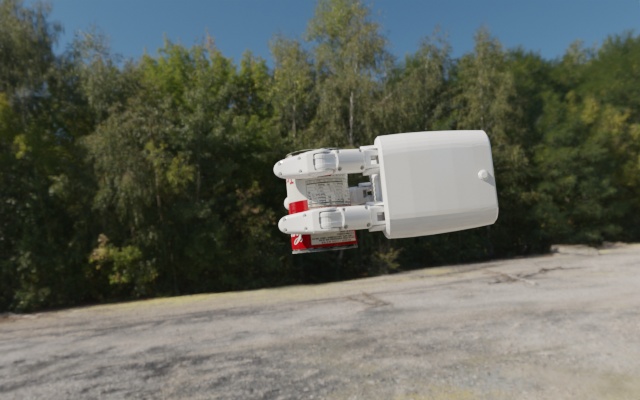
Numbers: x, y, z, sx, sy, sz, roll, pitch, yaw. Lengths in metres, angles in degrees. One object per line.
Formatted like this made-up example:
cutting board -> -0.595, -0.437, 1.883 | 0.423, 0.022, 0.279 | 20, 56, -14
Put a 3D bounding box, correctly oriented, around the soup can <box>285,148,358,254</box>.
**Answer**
soup can -> 0.000, 0.001, 0.498 | 0.068, 0.102, 0.068 | -6, -5, 0
